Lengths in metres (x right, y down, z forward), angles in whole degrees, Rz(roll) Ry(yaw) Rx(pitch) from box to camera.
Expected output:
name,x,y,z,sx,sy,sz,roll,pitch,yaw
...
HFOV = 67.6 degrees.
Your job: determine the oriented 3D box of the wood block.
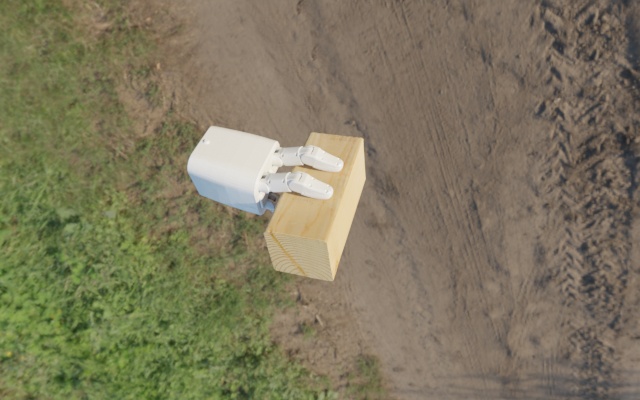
name,x,y,z,sx,sy,sz,roll,pitch,yaw
wood block,0.000,0.003,0.703,0.090,0.206,0.091,9,-41,15
